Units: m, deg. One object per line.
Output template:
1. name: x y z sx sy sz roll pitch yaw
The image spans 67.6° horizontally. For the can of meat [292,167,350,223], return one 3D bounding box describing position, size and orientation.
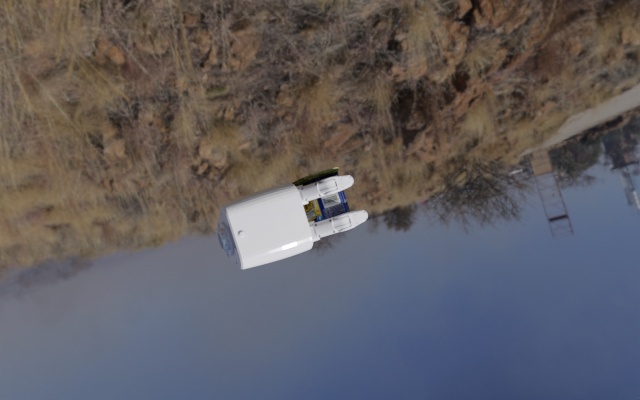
1. can of meat: 0.000 0.003 0.729 0.057 0.084 0.102 -17 -1 -24
